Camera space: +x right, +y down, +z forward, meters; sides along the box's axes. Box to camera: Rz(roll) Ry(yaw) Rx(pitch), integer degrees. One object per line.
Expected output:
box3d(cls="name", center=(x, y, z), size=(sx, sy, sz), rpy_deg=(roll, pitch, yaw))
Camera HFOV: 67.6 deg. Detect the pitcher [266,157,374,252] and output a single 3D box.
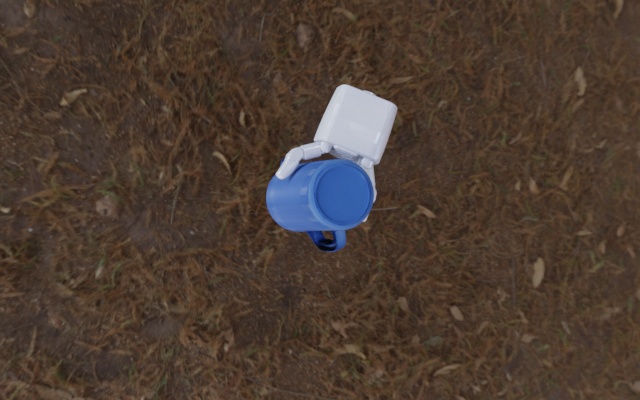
box3d(cls="pitcher", center=(0.000, 0.002, 0.821), size=(0.149, 0.145, 0.243), rpy_deg=(25, -8, -16))
